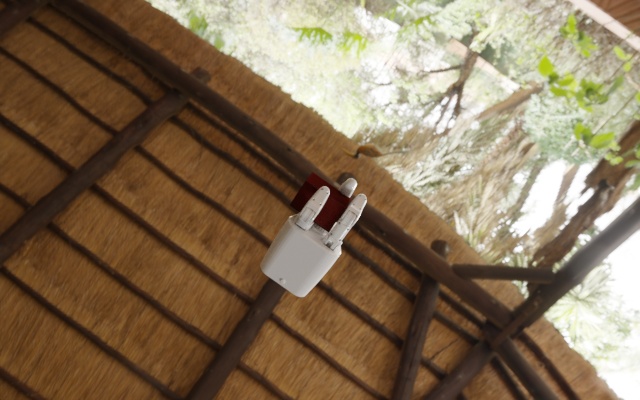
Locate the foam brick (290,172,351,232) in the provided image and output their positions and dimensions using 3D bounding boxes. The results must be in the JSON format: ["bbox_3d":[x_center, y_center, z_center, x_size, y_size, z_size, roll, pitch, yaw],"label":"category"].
[{"bbox_3d":[0.000,0.002,0.758,0.078,0.051,0.053,35,22,1],"label":"foam brick"}]
